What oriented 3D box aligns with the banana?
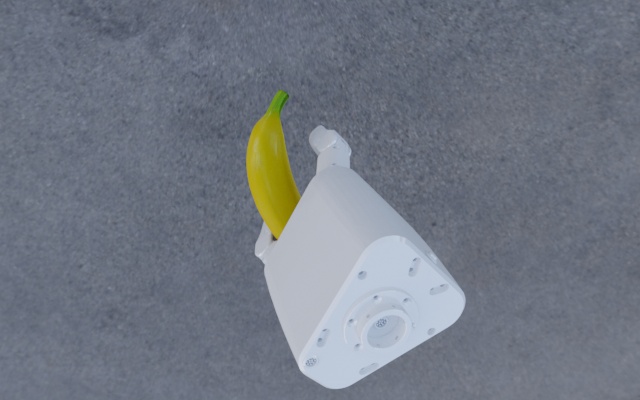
[{"bbox_3d":[-0.017,0.008,0.421,0.069,0.198,0.037,-31,27,-16],"label":"banana"}]
